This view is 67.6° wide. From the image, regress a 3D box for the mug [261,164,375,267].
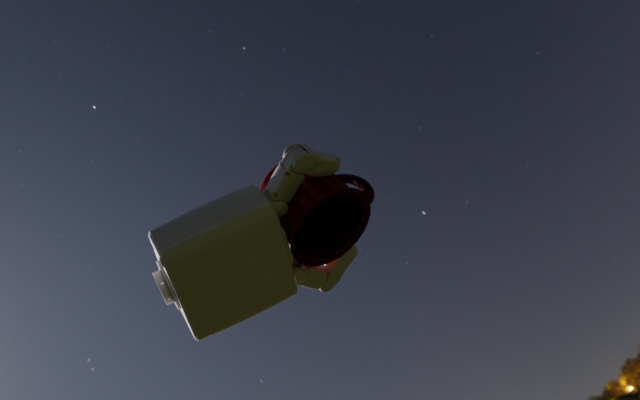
[{"bbox_3d":[0.001,0.001,0.492,0.117,0.093,0.081,-25,46,-23],"label":"mug"}]
